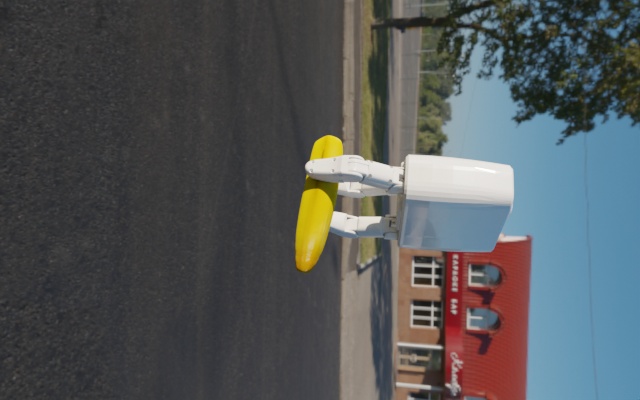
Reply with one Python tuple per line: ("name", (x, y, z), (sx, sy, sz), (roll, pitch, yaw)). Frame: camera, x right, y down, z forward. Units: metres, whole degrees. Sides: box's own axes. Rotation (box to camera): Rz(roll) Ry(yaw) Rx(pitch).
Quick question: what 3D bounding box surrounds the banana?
("banana", (0.002, -0.014, 0.527), (0.037, 0.070, 0.197), (8, 44, 3))
